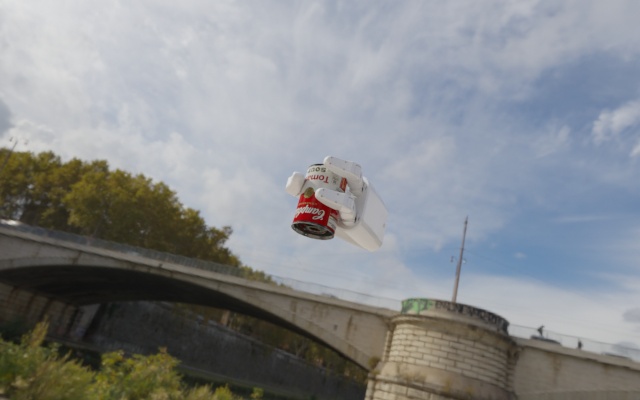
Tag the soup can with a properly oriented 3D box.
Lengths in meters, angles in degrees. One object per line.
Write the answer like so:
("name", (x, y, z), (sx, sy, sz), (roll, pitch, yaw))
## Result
("soup can", (0.000, 0.002, 0.745), (0.068, 0.102, 0.068), (13, -21, 5))
